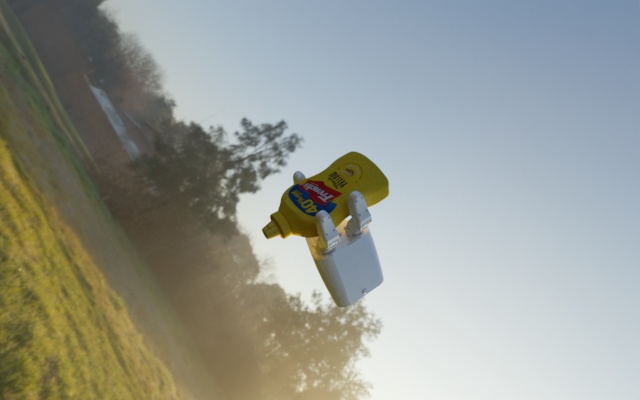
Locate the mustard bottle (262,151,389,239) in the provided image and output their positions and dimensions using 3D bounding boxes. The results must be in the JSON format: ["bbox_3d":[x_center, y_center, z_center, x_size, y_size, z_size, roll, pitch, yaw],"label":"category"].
[{"bbox_3d":[0.000,0.002,0.701,0.191,0.058,0.096,-30,52,-17],"label":"mustard bottle"}]
